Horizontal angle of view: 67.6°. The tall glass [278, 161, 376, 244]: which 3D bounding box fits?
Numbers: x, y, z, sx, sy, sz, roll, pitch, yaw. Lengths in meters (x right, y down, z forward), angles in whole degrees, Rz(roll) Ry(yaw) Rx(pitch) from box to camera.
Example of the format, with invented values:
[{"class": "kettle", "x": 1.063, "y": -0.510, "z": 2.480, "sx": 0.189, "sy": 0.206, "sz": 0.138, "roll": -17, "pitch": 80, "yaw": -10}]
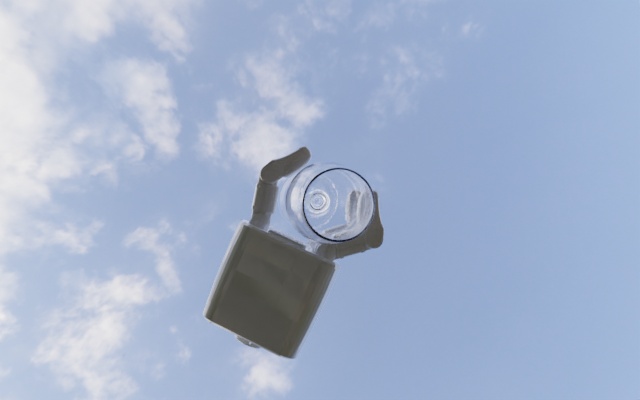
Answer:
[{"class": "tall glass", "x": 0.000, "y": 0.001, "z": 0.489, "sx": 0.079, "sy": 0.079, "sz": 0.201, "roll": 0, "pitch": 1, "yaw": -9}]
